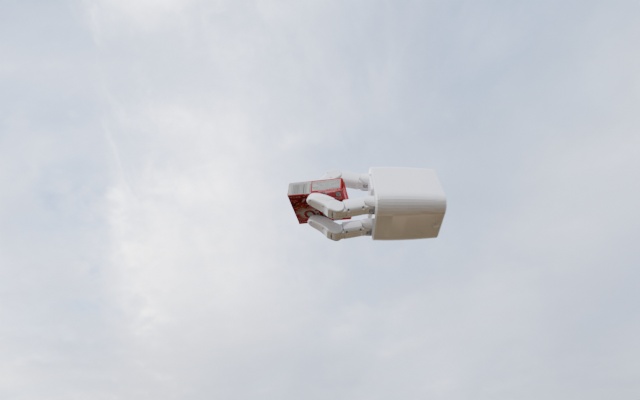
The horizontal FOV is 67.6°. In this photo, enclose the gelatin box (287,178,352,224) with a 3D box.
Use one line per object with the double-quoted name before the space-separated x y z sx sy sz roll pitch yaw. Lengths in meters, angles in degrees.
"gelatin box" 0.000 0.002 0.752 0.089 0.030 0.073 -5 -41 12
